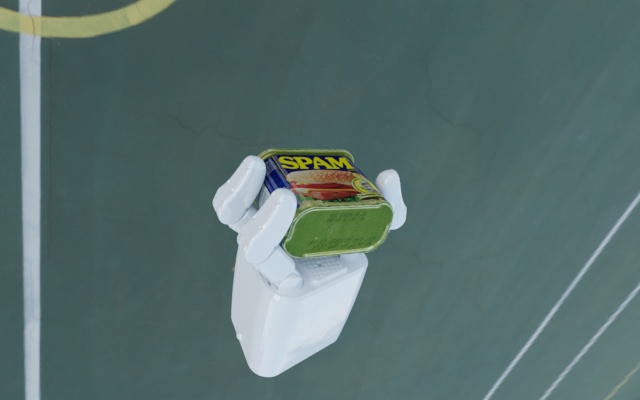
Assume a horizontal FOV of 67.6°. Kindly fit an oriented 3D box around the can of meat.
[{"bbox_3d":[0.000,0.001,0.405,0.102,0.057,0.084,-2,36,-29],"label":"can of meat"}]
